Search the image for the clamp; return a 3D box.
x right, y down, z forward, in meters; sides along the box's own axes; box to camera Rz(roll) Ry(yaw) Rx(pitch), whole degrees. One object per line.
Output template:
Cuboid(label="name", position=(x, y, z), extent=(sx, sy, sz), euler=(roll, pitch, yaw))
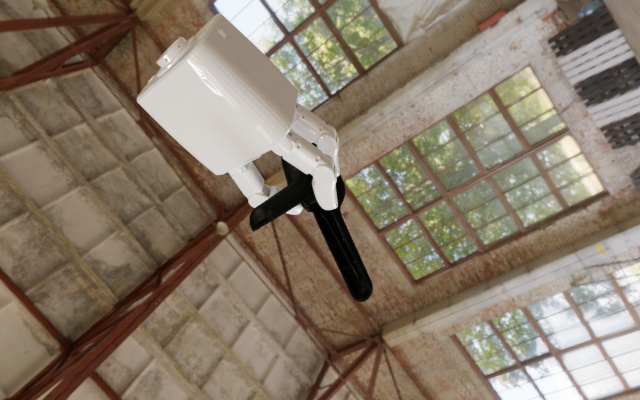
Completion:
Cuboid(label="clamp", position=(-0.001, 0.002, 0.525), extent=(0.036, 0.209, 0.165), euler=(-31, -59, 26))
